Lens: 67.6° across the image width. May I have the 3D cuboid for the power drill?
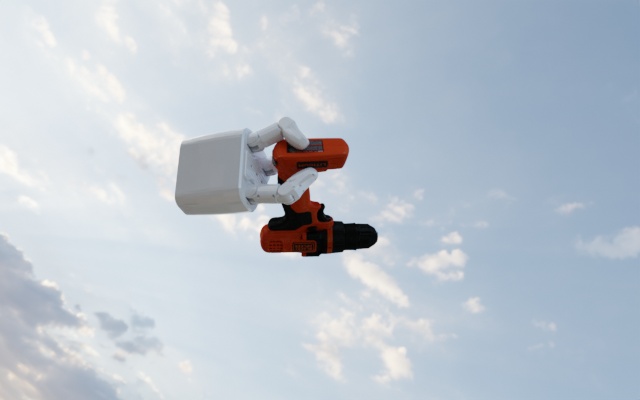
[{"bbox_3d":[0.000,0.002,0.704,0.184,0.188,0.057,-2,33,-6],"label":"power drill"}]
